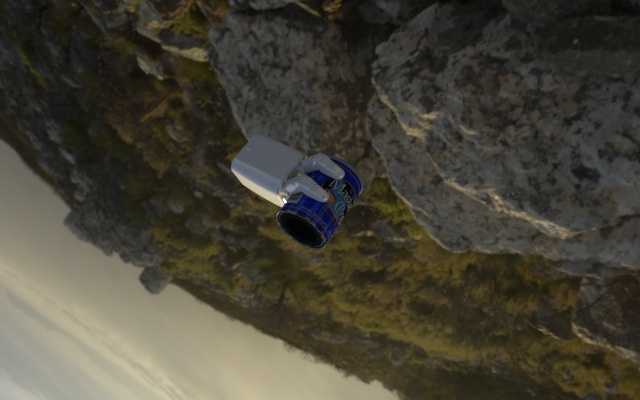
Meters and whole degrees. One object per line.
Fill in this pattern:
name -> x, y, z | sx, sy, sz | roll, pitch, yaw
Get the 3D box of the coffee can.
coffee can -> 0.000, 0.003, 0.861 | 0.103, 0.140, 0.103 | 26, -30, 16
